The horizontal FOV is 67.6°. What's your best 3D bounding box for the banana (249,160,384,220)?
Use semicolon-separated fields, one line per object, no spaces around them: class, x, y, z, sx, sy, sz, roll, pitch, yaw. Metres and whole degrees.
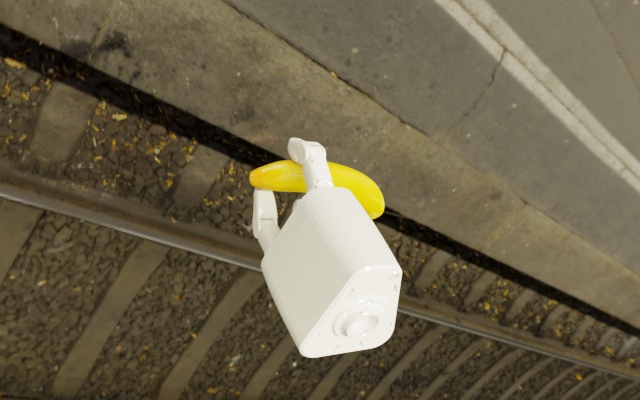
banana;0.014;-0.011;0.539;0.198;0.070;0.037;24;24;-41
